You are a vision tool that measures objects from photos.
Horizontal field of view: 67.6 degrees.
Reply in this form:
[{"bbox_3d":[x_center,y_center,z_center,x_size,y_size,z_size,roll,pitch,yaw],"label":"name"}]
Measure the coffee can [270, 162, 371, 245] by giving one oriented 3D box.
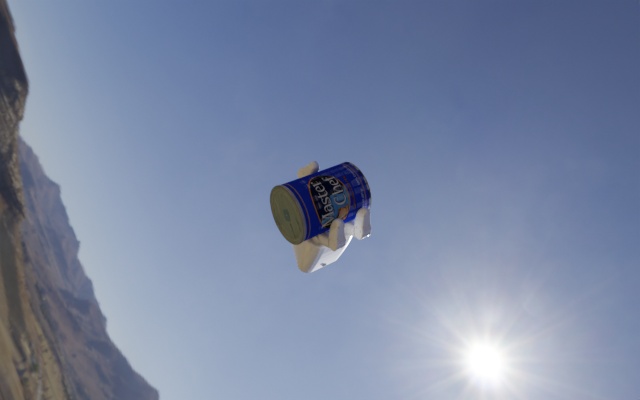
[{"bbox_3d":[0.000,0.003,0.809,0.140,0.103,0.103,-21,11,-29],"label":"coffee can"}]
